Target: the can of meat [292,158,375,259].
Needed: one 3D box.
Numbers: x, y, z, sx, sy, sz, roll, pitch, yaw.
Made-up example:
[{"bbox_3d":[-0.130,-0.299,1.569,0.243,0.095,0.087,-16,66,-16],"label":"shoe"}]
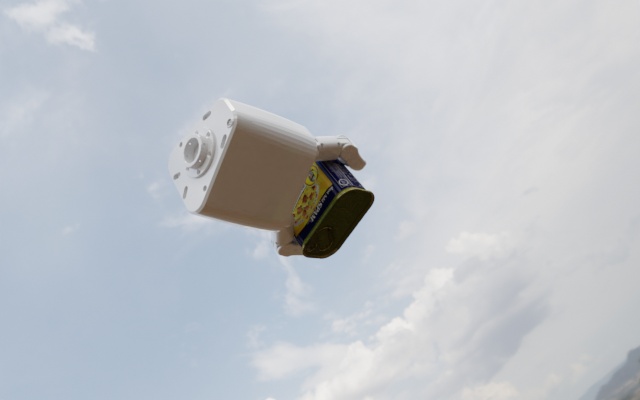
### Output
[{"bbox_3d":[0.000,0.002,0.552,0.057,0.102,0.084,10,32,-45],"label":"can of meat"}]
